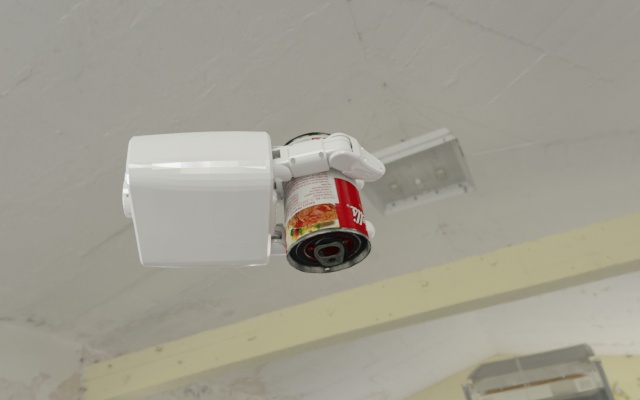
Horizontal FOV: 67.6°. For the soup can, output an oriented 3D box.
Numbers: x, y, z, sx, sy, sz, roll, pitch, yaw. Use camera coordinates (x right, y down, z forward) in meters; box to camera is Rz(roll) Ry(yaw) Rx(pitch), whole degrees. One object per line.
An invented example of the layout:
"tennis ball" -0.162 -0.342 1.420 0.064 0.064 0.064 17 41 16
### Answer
"soup can" 0.001 0.001 0.406 0.068 0.102 0.069 -6 -35 -4
